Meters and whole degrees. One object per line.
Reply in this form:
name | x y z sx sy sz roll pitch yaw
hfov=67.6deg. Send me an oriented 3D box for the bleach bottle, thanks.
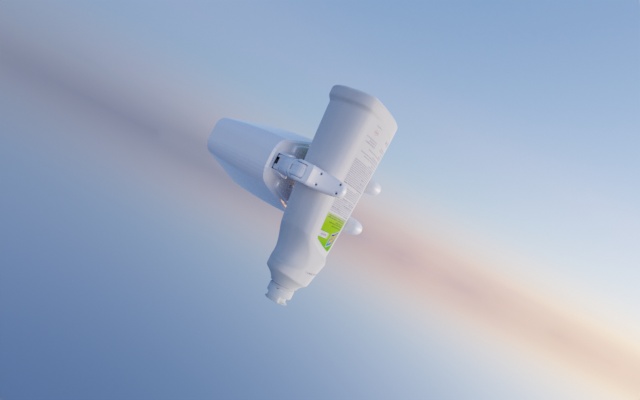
bleach bottle | 0.000 0.002 0.553 0.068 0.251 0.102 26 -2 30
